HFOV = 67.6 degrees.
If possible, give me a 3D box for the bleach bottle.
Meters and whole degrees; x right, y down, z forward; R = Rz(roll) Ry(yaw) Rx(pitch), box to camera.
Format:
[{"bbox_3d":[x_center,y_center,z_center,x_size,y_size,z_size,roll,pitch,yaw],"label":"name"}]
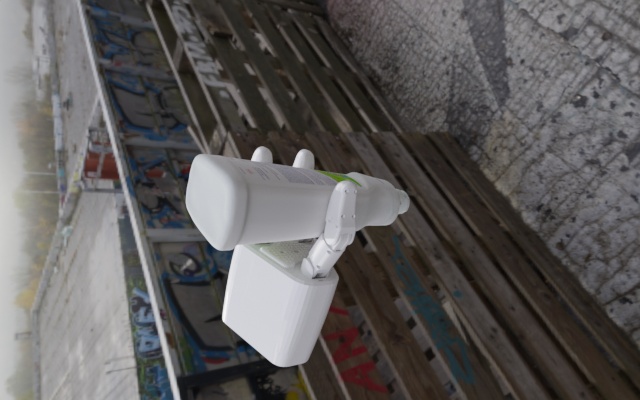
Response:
[{"bbox_3d":[0.000,0.002,0.489,0.251,0.068,0.102,2,23,-37],"label":"bleach bottle"}]
